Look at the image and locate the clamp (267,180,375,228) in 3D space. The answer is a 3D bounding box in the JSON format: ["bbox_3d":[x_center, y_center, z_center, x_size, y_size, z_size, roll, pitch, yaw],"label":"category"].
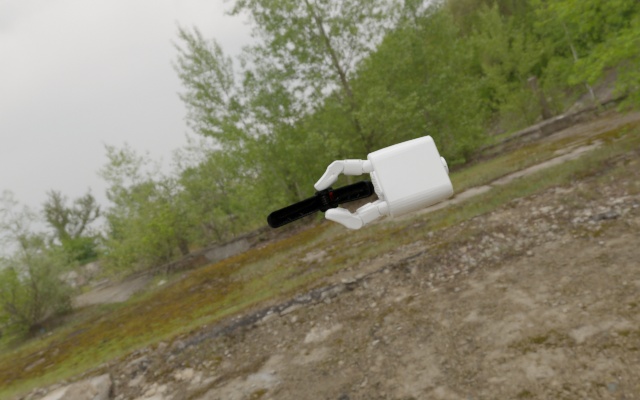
[{"bbox_3d":[0.000,0.002,0.781,0.164,0.036,0.210,-18,2,1],"label":"clamp"}]
